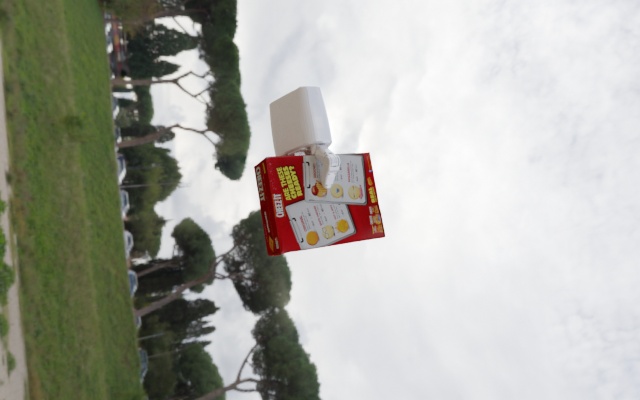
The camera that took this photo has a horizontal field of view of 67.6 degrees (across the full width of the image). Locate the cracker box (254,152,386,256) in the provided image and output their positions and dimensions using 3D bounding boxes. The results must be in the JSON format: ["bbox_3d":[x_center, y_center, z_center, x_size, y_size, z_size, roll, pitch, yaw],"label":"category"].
[{"bbox_3d":[0.000,0.003,0.855,0.213,0.164,0.072,-6,-8,-29],"label":"cracker box"}]
